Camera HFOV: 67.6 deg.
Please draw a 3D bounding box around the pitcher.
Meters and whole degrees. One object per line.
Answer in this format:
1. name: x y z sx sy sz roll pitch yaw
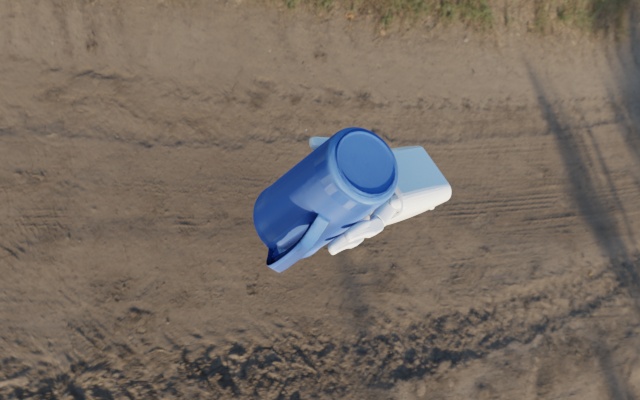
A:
1. pitcher: 0.000 0.002 0.691 0.145 0.149 0.243 -11 -14 -32
